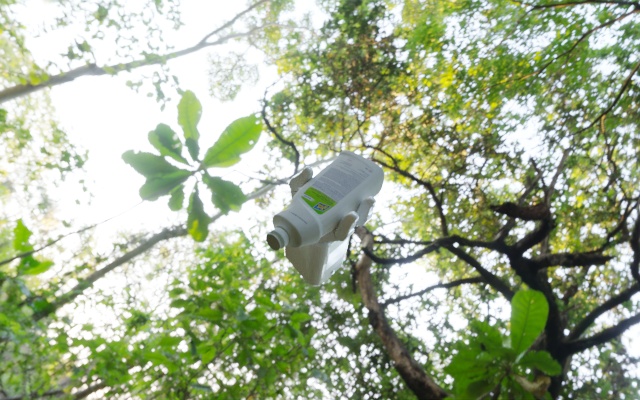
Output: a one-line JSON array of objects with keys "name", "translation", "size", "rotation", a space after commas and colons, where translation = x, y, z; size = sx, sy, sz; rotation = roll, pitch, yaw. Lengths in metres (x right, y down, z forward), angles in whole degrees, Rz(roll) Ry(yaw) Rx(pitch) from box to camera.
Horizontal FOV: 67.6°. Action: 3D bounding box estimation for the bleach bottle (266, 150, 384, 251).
[{"name": "bleach bottle", "translation": [0.000, 0.003, 0.781], "size": [0.102, 0.068, 0.250], "rotation": [28, 42, 27]}]
